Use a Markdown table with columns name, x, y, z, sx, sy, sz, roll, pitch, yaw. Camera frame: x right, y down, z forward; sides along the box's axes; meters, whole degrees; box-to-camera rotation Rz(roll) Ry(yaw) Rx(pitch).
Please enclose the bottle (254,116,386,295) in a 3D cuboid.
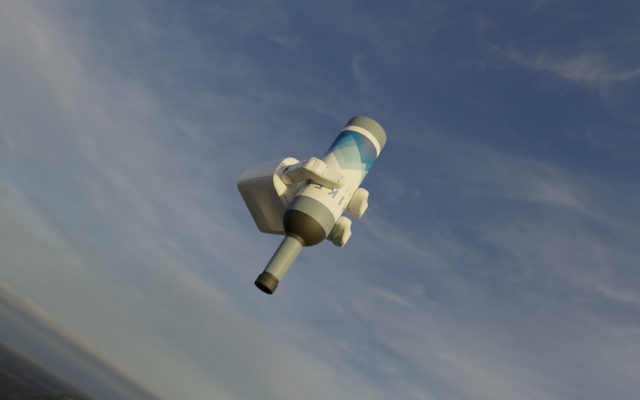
| name | x | y | z | sx | sy | sz | roll | pitch | yaw |
| --- | --- | --- | --- | --- | --- | --- | --- | --- | --- |
| bottle | 0.000 | 0.002 | 0.663 | 0.069 | 0.295 | 0.069 | 25 | -30 | 16 |
